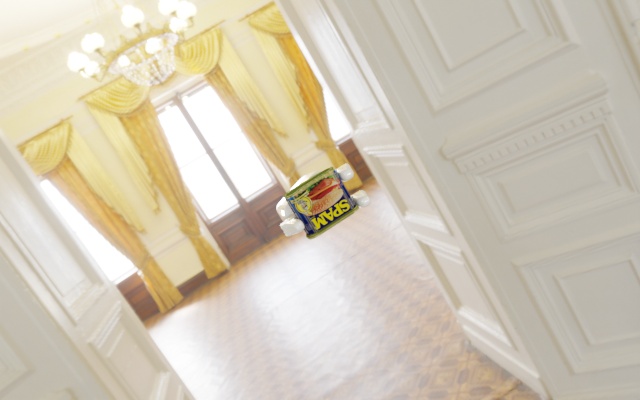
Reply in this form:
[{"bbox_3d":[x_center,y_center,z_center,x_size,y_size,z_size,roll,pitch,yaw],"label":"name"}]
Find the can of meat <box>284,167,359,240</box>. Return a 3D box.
[{"bbox_3d":[0.000,0.002,0.805,0.102,0.084,0.057,-32,10,-9],"label":"can of meat"}]
